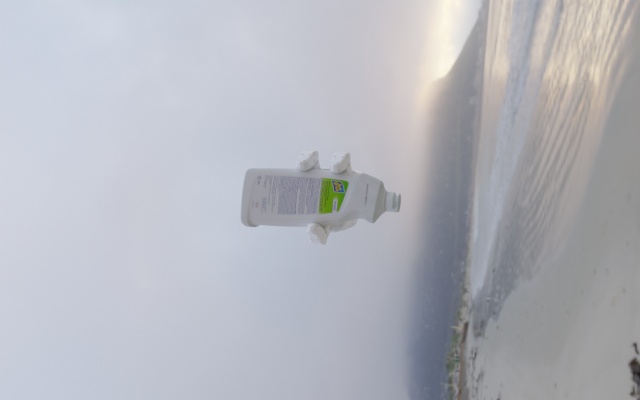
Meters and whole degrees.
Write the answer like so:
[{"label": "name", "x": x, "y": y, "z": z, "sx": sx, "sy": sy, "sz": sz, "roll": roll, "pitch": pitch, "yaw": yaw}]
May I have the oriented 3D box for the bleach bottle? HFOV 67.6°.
[{"label": "bleach bottle", "x": 0.000, "y": 0.002, "z": 0.762, "sx": 0.251, "sy": 0.102, "sz": 0.068, "roll": 5, "pitch": -1, "yaw": 18}]
